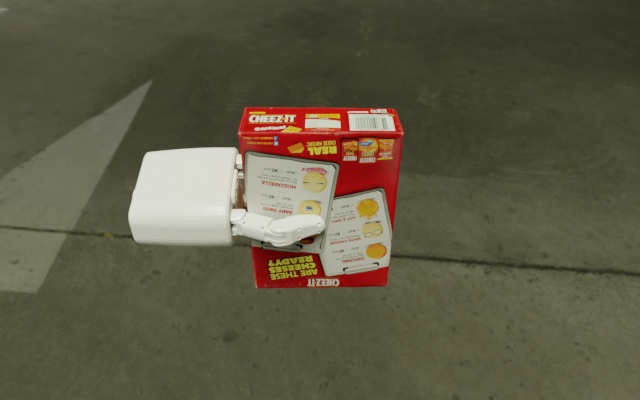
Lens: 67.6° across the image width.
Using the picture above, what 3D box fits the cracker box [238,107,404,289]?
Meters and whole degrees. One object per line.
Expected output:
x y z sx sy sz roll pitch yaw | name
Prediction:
0.000 0.002 0.547 0.164 0.214 0.072 0 36 0 | cracker box
